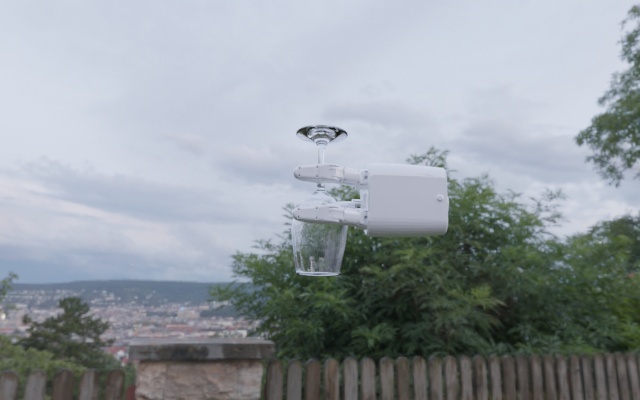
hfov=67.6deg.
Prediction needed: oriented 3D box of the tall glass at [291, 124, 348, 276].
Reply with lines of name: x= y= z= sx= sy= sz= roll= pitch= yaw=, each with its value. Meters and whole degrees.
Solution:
tall glass: x=0.000 y=0.002 z=0.662 sx=0.079 sy=0.201 sz=0.079 roll=2 pitch=-12 yaw=0
